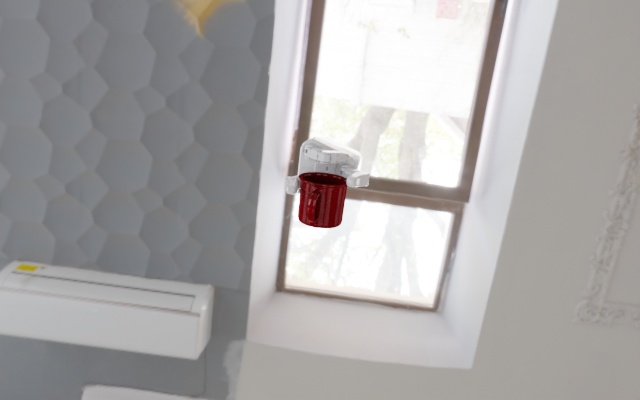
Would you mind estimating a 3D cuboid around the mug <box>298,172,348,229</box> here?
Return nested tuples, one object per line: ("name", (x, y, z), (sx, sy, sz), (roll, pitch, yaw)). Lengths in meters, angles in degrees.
("mug", (0.000, 0.003, 0.838), (0.093, 0.081, 0.117), (10, 17, 11))
